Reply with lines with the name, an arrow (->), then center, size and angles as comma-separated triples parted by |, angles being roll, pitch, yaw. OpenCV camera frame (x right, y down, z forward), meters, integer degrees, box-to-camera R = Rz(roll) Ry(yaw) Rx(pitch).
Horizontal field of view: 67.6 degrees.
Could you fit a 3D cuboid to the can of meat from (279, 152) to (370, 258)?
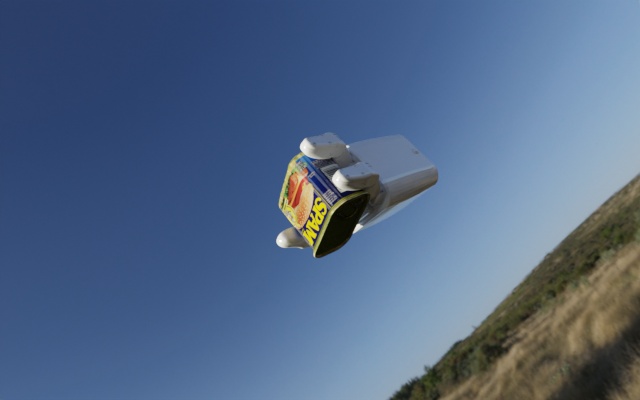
can of meat -> 0.000, 0.002, 0.555 | 0.057, 0.084, 0.102 | -21, -32, -34
